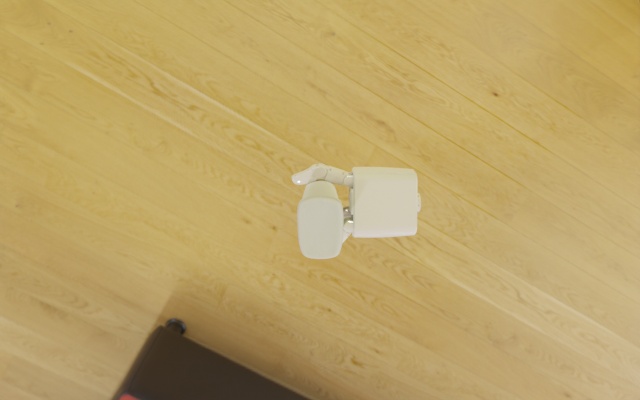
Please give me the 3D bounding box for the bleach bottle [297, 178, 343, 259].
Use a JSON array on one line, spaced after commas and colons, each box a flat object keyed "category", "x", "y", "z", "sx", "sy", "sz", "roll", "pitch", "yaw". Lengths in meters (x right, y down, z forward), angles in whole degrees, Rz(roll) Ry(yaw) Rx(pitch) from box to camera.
[{"category": "bleach bottle", "x": 0.000, "y": 0.003, "z": 0.810, "sx": 0.068, "sy": 0.103, "sz": 0.250, "roll": 0, "pitch": 19, "yaw": 0}]
